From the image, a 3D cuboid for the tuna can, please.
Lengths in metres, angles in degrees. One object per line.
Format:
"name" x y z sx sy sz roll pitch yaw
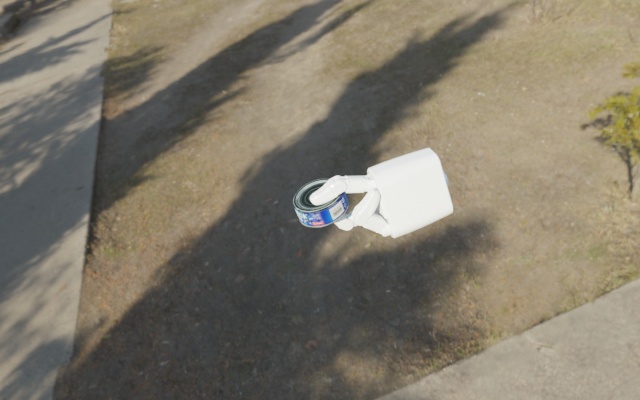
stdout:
"tuna can" 0.000 0.002 0.766 0.086 0.034 0.086 -14 36 11
